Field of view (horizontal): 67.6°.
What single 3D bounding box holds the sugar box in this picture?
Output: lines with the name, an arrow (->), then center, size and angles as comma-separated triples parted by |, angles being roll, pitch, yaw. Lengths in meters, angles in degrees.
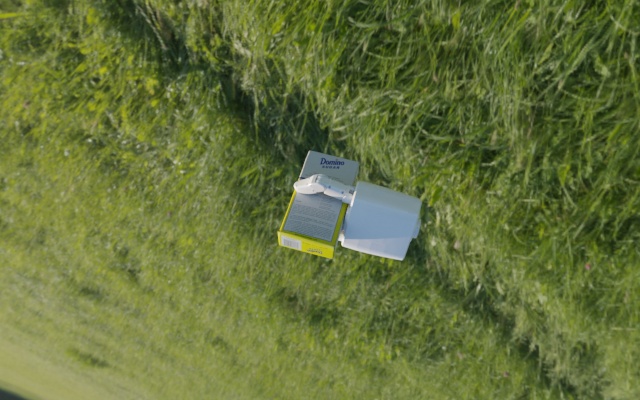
sugar box -> 0.000, 0.003, 0.793 | 0.093, 0.176, 0.048 | 15, -36, 7
